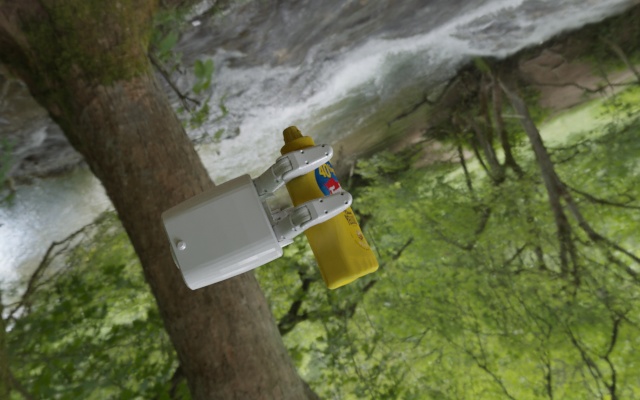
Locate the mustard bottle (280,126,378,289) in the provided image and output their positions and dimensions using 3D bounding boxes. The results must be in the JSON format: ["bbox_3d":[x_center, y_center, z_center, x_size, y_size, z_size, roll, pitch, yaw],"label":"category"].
[{"bbox_3d":[0.000,0.002,0.546,0.058,0.191,0.096,-28,-12,19],"label":"mustard bottle"}]
